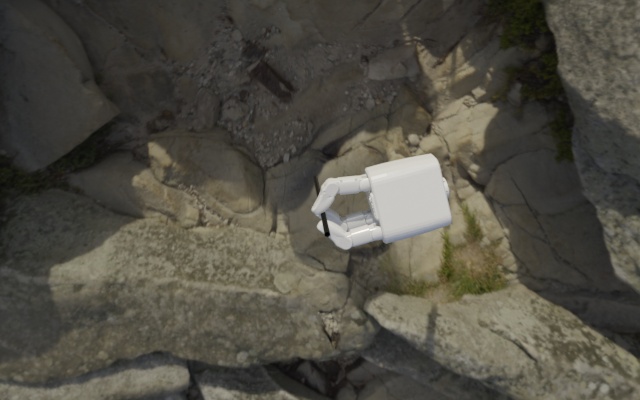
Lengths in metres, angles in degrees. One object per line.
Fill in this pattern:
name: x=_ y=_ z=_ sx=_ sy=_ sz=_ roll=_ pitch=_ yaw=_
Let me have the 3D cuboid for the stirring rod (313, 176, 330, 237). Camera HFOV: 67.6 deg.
stirring rod: x=0.000 y=0.002 z=0.770 sx=0.011 sy=0.011 sz=0.239 roll=0 pitch=22 yaw=-5
